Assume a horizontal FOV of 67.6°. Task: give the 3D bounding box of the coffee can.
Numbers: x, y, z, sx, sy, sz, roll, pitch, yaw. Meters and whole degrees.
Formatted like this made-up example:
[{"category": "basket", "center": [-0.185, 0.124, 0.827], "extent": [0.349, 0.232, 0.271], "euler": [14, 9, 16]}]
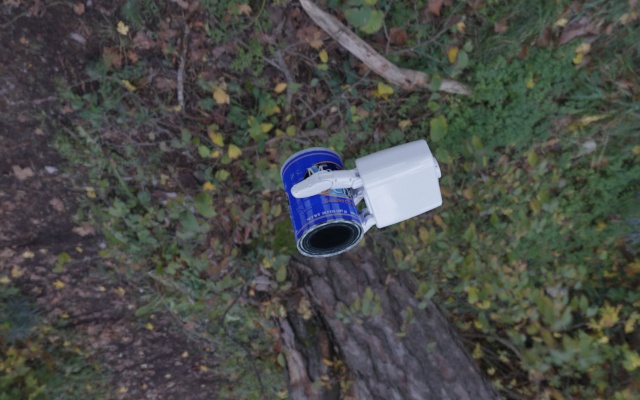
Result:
[{"category": "coffee can", "center": [0.000, 0.002, 0.744], "extent": [0.103, 0.140, 0.103], "euler": [-10, -34, -7]}]
